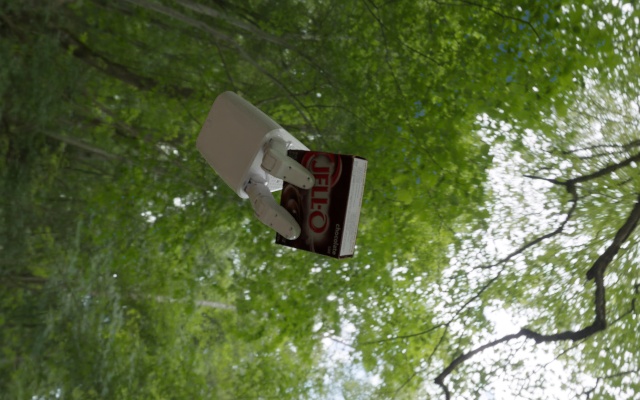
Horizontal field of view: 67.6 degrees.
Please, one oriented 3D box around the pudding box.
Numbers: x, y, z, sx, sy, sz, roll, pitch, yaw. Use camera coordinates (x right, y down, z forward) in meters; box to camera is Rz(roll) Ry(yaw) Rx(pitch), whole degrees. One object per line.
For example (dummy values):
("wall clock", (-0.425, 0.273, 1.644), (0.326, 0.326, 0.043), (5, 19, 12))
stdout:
("pudding box", (0.000, 0.002, 0.534), (0.090, 0.113, 0.039), (9, 5, 36))
